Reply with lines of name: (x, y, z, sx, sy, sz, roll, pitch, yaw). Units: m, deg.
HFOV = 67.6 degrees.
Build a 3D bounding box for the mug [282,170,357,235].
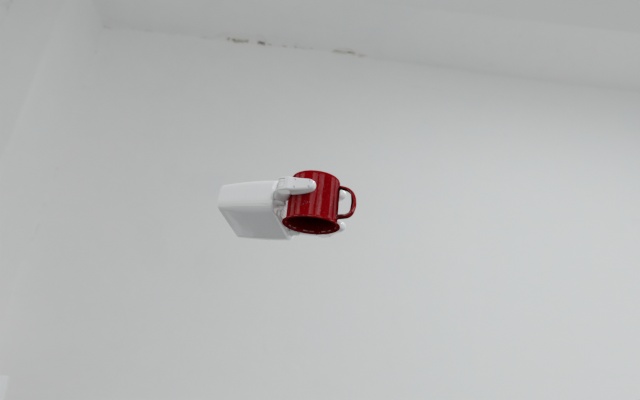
mug: (0.001, 0.002, 0.767, 0.117, 0.081, 0.093, -1, -22, 18)
